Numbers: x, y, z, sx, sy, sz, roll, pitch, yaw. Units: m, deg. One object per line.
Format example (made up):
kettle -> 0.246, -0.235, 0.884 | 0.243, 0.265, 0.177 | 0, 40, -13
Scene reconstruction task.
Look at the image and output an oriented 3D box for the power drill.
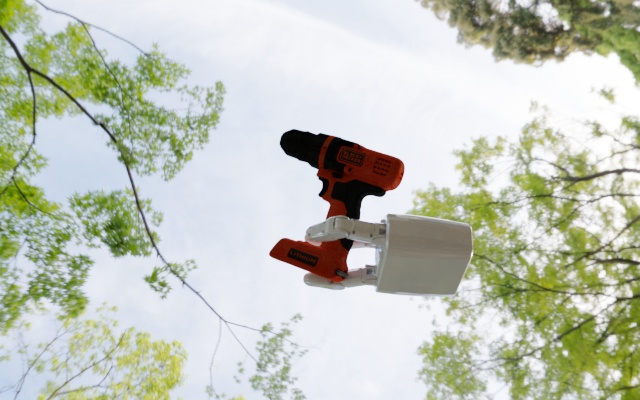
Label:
power drill -> 0.000, 0.003, 0.645 | 0.184, 0.187, 0.057 | 19, -6, 22
